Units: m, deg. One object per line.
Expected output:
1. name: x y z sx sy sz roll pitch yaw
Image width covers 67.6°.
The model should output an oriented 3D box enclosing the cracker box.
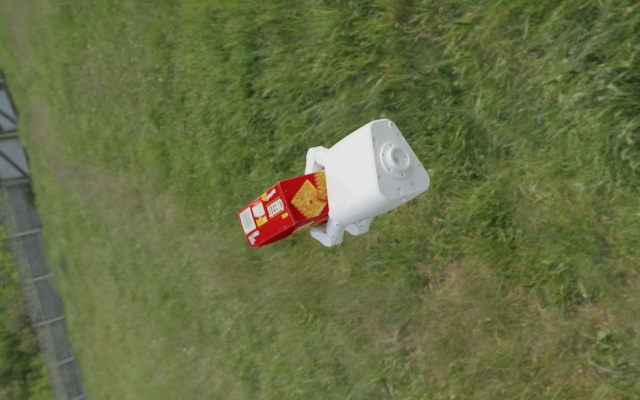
1. cracker box: 0.000 0.002 0.755 0.213 0.072 0.164 -16 -8 -34
